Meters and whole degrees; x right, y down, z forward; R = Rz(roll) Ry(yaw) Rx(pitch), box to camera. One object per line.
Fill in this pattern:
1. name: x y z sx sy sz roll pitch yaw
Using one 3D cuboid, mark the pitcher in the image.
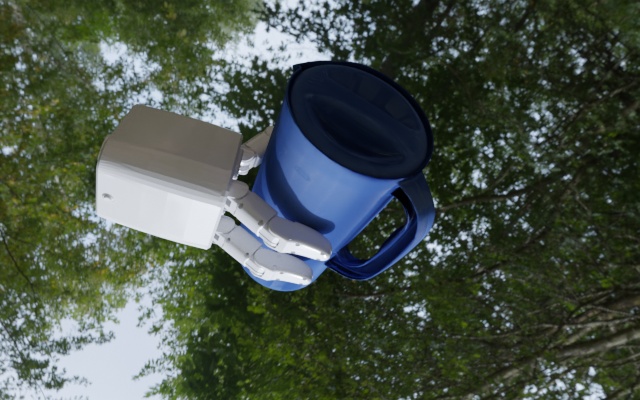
1. pitcher: 0.000 0.001 0.471 0.145 0.149 0.243 17 -40 -13
